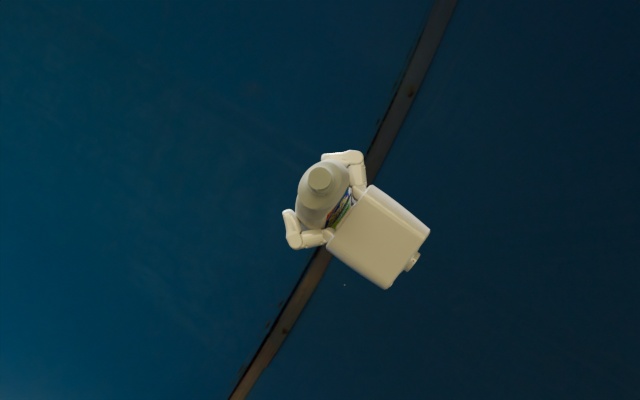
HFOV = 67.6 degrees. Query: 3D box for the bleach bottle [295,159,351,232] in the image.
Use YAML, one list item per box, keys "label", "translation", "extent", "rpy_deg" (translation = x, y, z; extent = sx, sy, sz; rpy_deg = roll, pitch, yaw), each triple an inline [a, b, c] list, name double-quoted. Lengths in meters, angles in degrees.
- label: "bleach bottle"
  translation: [0.000, 0.002, 0.692]
  extent: [0.068, 0.102, 0.251]
  rpy_deg: [36, -6, 9]
